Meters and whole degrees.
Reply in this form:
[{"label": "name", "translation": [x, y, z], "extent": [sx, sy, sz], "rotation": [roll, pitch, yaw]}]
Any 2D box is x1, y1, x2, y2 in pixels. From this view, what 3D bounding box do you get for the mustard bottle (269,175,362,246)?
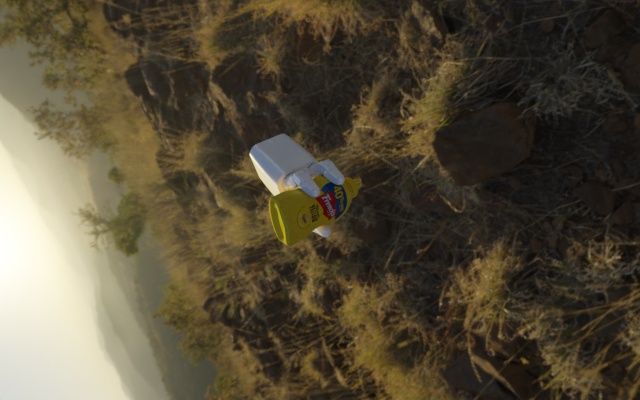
[{"label": "mustard bottle", "translation": [0.000, 0.003, 0.888], "extent": [0.191, 0.096, 0.058], "rotation": [-27, 31, -28]}]
